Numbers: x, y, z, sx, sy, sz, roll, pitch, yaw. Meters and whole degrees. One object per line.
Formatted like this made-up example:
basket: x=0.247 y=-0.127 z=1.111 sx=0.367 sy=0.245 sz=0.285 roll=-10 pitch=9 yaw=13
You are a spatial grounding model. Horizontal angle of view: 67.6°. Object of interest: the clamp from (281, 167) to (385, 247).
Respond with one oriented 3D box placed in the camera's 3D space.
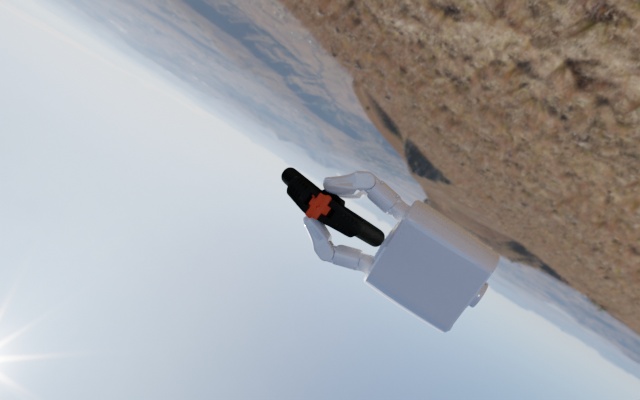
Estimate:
clamp: x=0.000 y=0.003 z=0.562 sx=0.164 sy=0.036 sz=0.210 roll=35 pitch=3 yaw=12
